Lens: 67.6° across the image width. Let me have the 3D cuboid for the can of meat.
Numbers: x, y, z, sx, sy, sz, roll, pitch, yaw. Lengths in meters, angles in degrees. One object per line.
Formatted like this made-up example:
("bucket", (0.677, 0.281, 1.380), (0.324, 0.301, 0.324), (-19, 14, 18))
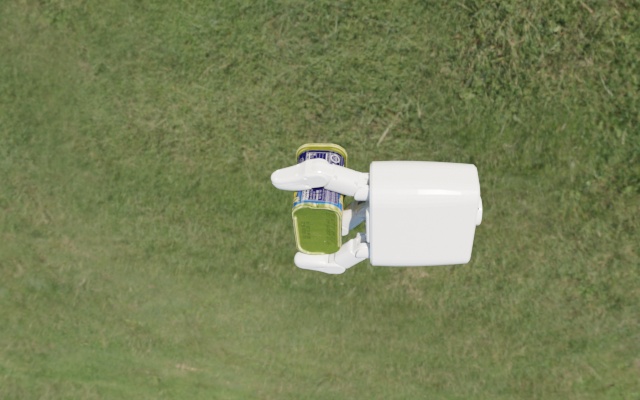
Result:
("can of meat", (0.000, 0.002, 0.532), (0.057, 0.084, 0.102), (2, -36, 4))
